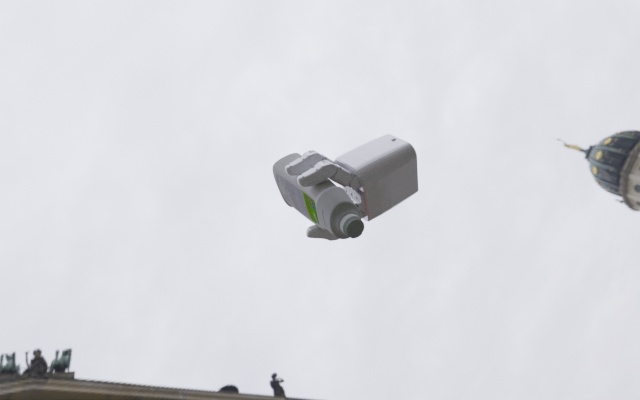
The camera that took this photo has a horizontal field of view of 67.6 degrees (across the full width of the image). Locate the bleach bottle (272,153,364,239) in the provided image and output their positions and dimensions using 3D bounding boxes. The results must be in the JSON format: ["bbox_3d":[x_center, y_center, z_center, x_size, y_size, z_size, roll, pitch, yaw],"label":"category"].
[{"bbox_3d":[0.000,0.002,0.762,0.068,0.103,0.250,-29,30,-12],"label":"bleach bottle"}]
